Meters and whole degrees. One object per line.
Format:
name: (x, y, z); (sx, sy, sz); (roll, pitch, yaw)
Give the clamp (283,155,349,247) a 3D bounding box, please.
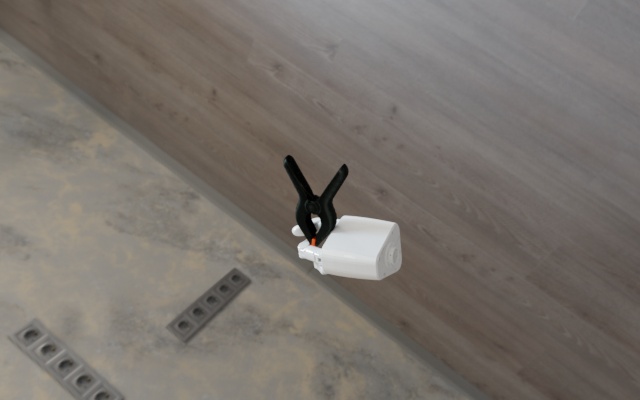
clamp: (0.000, 0.003, 0.835); (0.120, 0.171, 0.039); (5, 27, 33)
